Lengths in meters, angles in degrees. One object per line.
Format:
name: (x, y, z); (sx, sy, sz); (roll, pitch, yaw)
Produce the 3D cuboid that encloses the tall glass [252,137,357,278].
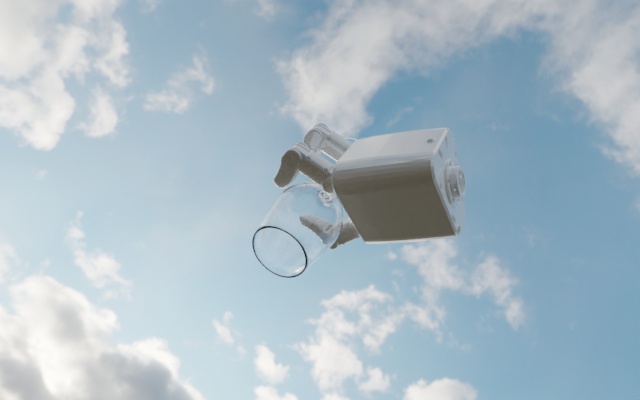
tall glass: (0.000, 0.001, 0.542); (0.079, 0.079, 0.201); (0, 30, 29)
